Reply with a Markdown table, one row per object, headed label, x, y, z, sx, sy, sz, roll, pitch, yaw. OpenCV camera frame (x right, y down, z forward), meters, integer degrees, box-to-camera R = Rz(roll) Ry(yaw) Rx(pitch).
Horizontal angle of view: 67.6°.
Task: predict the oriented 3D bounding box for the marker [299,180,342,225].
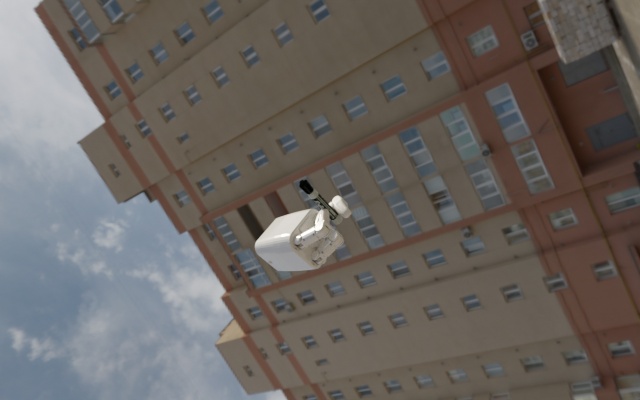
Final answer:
| label | x | y | z | sx | sy | sz | roll | pitch | yaw |
| --- | --- | --- | --- | --- | --- | --- | --- | --- | --- |
| marker | 0.000 | 0.003 | 0.899 | 0.020 | 0.020 | 0.121 | 0 | -38 | 48 |
